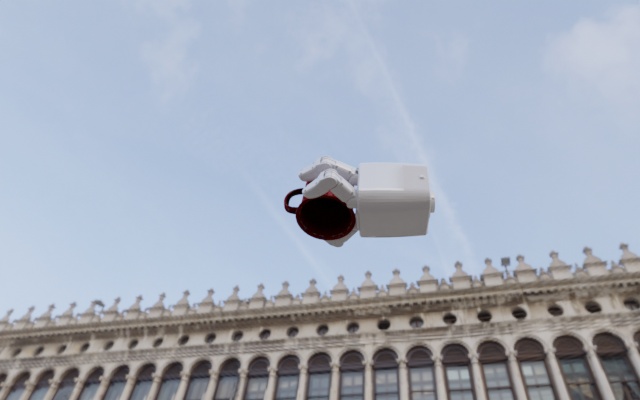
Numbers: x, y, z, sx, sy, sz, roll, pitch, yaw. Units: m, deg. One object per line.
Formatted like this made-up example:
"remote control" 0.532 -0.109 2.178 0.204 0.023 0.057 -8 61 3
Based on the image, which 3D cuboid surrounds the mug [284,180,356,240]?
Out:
"mug" -0.001 0.002 0.762 0.117 0.093 0.081 1 40 8
